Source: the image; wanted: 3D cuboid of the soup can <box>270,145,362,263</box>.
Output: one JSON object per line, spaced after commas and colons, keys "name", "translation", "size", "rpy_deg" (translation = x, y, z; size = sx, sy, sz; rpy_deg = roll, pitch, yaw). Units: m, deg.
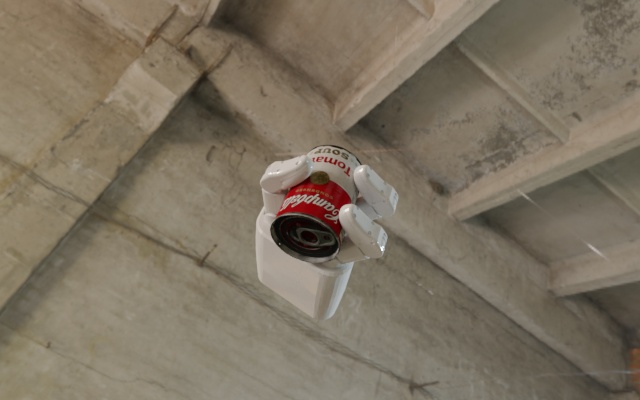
{"name": "soup can", "translation": [0.000, 0.001, 0.473], "size": [0.068, 0.069, 0.102], "rpy_deg": [0, 44, 24]}
